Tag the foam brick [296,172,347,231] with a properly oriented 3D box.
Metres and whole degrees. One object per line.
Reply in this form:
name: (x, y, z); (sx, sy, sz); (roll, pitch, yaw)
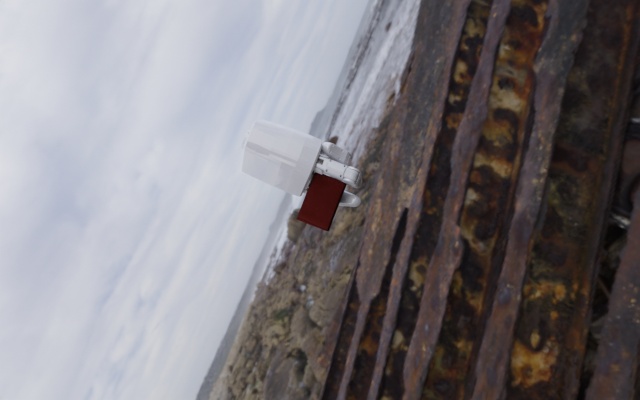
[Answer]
foam brick: (0.000, 0.003, 0.732); (0.051, 0.078, 0.053); (21, -6, -4)
